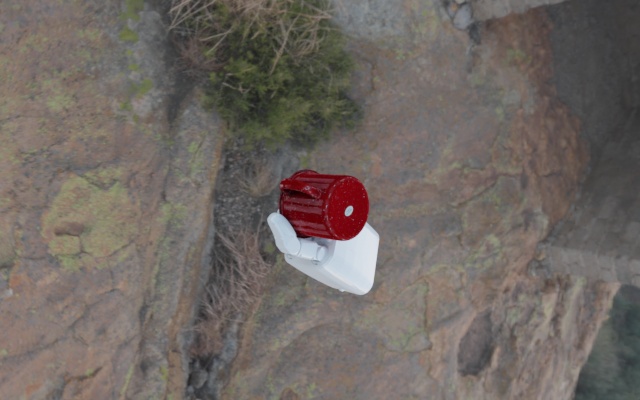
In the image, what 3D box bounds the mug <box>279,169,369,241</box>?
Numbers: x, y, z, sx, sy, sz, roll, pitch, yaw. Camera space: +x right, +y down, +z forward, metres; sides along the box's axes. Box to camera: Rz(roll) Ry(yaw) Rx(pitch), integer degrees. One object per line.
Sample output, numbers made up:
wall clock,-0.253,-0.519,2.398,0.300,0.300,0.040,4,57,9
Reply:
mug,-0.001,0.001,0.600,0.081,0.093,0.117,6,-22,47
